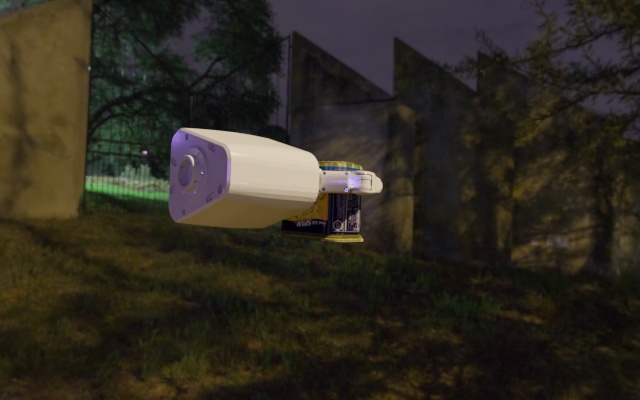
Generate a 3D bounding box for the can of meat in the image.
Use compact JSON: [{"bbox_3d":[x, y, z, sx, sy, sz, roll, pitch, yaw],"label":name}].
[{"bbox_3d":[0.000,0.001,0.536,0.057,0.084,0.102,3,-2,-42],"label":"can of meat"}]
